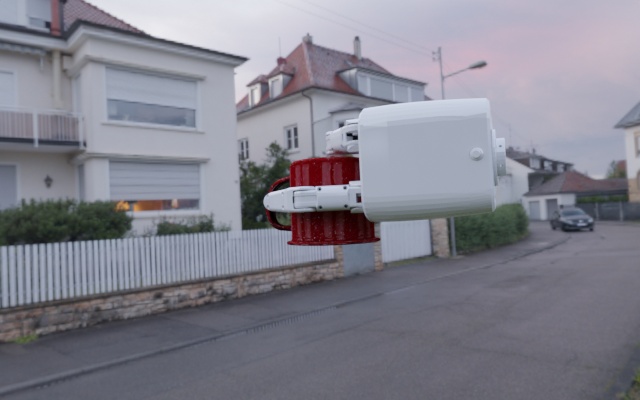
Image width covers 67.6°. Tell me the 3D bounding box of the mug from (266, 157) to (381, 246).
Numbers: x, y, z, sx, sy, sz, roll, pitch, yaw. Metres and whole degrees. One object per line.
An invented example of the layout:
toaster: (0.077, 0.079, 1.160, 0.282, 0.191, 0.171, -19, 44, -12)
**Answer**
mug: (-0.001, 0.001, 0.479, 0.117, 0.081, 0.093, -3, -2, 21)
